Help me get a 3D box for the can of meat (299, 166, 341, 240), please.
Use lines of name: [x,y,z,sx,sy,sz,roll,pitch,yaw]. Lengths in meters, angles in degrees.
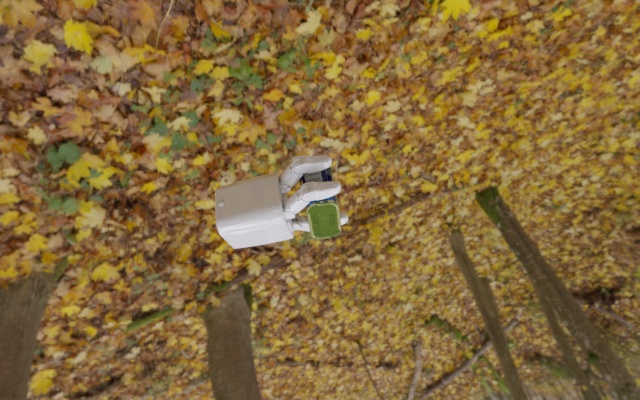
can of meat: [0.000,0.003,0.779,0.057,0.084,0.102,-10,-38,-1]
